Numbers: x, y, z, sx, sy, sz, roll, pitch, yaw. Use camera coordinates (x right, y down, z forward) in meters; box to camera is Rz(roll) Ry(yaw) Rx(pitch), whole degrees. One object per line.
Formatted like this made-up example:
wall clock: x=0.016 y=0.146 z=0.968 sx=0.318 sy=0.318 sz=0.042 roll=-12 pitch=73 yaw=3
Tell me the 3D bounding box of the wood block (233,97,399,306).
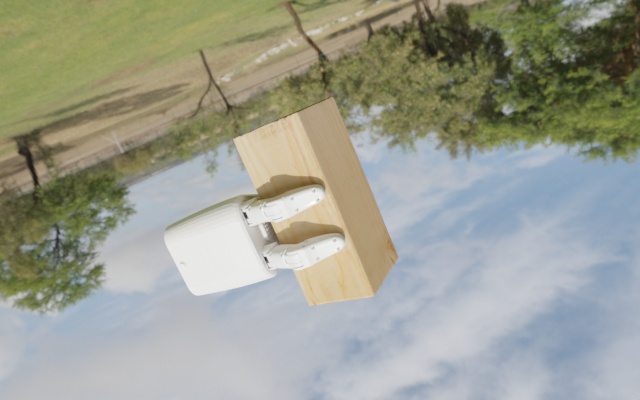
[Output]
wood block: x=0.000 y=0.002 z=0.538 sx=0.090 sy=0.206 sz=0.090 roll=-16 pitch=14 yaw=32
